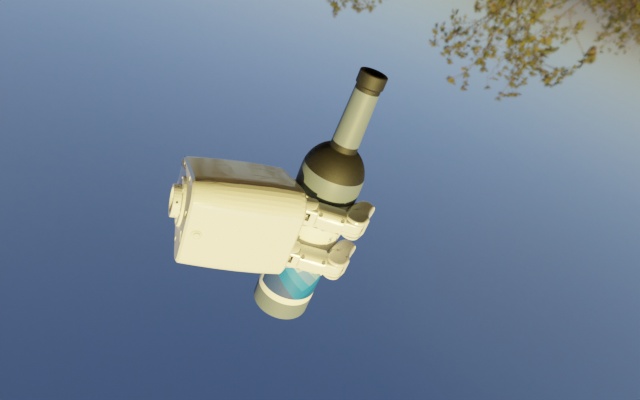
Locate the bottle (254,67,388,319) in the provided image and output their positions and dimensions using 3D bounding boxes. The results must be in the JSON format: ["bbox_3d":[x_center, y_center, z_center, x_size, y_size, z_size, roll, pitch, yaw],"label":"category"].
[{"bbox_3d":[0.000,0.002,0.507,0.069,0.296,0.069,17,31,-10],"label":"bottle"}]
